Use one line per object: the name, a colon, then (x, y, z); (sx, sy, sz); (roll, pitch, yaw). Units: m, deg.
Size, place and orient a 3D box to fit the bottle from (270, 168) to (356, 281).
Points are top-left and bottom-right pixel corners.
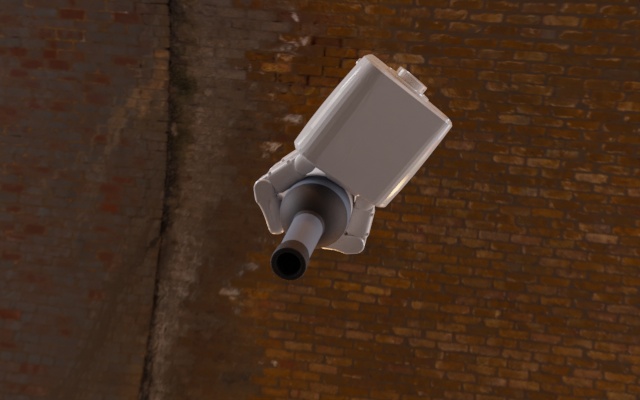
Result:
bottle: (0.000, 0.002, 0.487); (0.069, 0.069, 0.295); (0, 18, 10)
